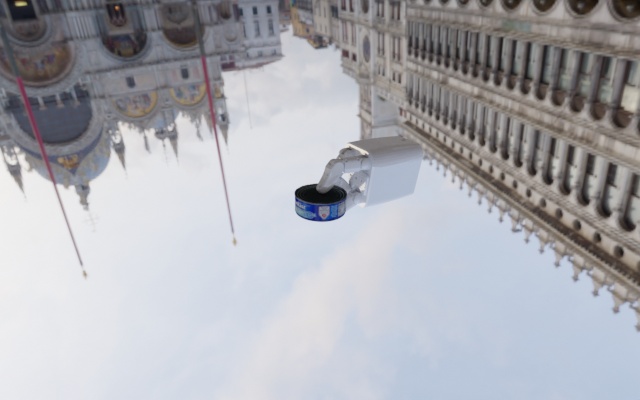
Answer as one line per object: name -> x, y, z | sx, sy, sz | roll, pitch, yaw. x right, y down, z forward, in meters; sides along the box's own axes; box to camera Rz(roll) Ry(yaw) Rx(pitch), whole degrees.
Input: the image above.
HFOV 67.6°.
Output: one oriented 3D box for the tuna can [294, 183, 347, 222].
tuna can -> 0.000, 0.003, 0.778 | 0.086, 0.034, 0.086 | 1, 23, -1
